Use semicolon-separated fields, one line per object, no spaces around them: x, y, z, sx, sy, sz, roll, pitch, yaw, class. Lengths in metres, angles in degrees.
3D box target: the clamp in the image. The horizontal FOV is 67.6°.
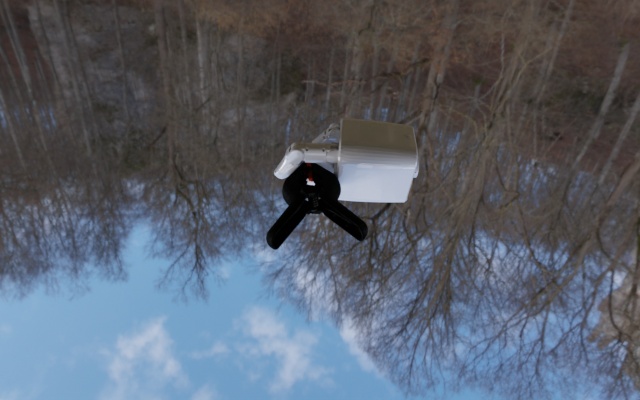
0.000;0.002;0.622;0.120;0.039;0.171;4;39;1;clamp
